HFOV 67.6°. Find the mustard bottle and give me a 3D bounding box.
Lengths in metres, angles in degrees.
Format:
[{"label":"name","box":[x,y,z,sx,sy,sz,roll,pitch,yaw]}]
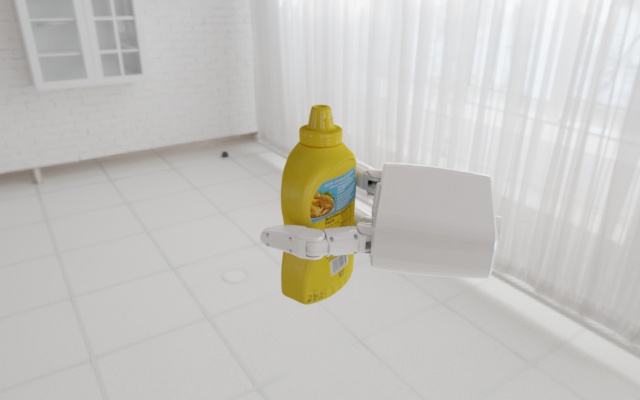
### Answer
[{"label":"mustard bottle","box":[0.000,0.002,0.475,0.058,0.192,0.096,18,29,33]}]
